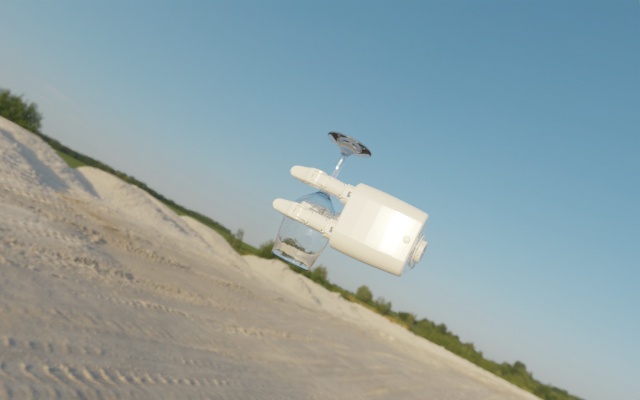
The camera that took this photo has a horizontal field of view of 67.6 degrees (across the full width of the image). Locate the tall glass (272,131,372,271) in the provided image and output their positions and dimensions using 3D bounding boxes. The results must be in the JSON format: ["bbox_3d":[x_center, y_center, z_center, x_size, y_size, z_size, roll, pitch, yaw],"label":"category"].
[{"bbox_3d":[0.000,0.002,0.711,0.079,0.201,0.079,27,-9,4],"label":"tall glass"}]
